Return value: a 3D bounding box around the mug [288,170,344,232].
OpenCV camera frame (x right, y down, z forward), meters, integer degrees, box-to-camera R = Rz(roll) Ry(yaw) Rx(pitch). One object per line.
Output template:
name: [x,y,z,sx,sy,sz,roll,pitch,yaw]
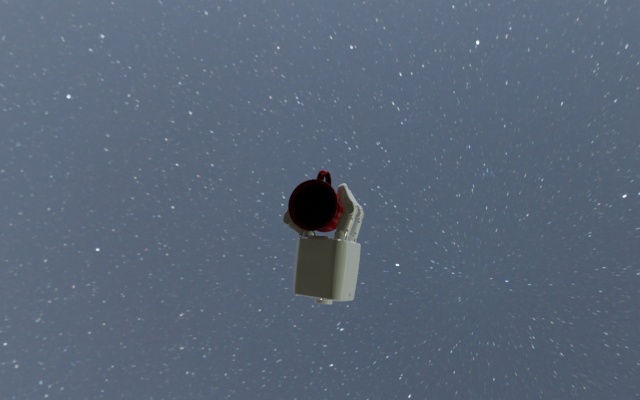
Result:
mug: [0.000,0.001,0.879,0.093,0.117,0.081,5,-8,19]
